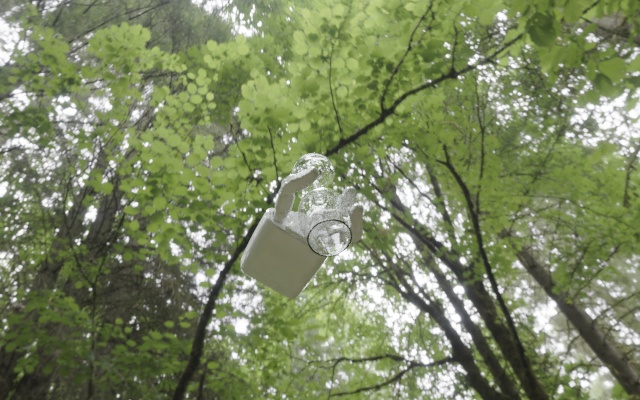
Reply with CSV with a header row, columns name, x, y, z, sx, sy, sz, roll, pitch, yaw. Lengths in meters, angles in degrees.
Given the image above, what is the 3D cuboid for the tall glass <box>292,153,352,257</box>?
name,x,y,z,sx,sy,sz,roll,pitch,yaw
tall glass,0.000,0.002,0.732,0.079,0.079,0.201,0,30,-9
